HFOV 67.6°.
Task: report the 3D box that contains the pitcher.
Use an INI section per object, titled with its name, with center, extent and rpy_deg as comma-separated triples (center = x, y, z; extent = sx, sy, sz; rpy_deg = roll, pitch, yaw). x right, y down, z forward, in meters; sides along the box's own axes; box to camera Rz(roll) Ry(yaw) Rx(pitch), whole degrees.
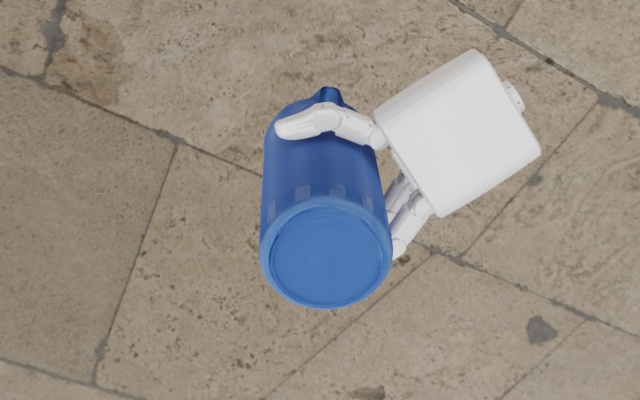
[pitcher]
center = 0.000, 0.001, 0.483
extent = 0.145, 0.149, 0.242
rpy_deg = -31, 24, 14
